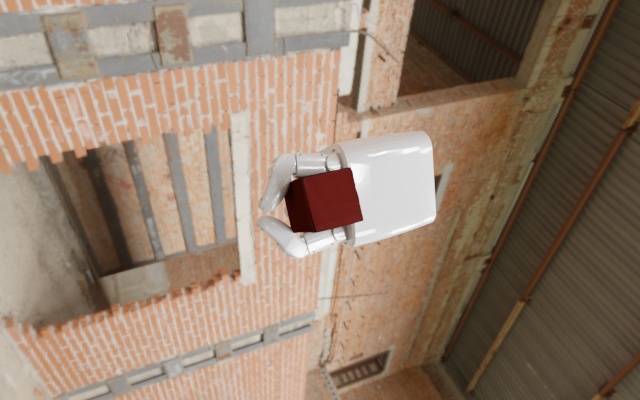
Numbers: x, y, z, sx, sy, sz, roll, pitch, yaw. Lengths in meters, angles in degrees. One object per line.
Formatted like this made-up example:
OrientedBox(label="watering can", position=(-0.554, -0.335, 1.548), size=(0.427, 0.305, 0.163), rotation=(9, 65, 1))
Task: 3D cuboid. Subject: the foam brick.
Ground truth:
OrientedBox(label="foam brick", position=(0.000, 0.002, 0.465), size=(0.051, 0.053, 0.078), rotation=(-12, 0, -18))
